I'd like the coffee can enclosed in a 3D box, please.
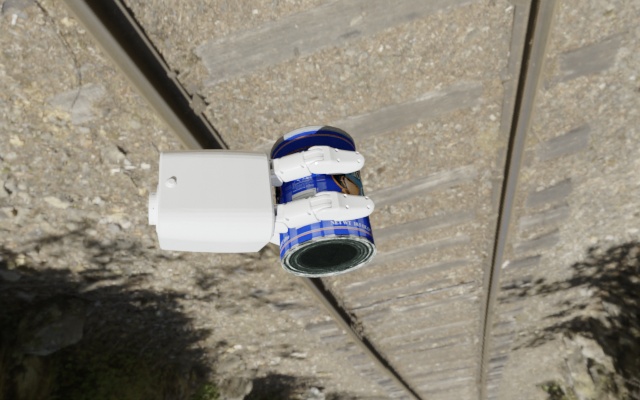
[{"bbox_3d":[0.000,0.002,0.538,0.103,0.140,0.103,-7,-29,-4],"label":"coffee can"}]
